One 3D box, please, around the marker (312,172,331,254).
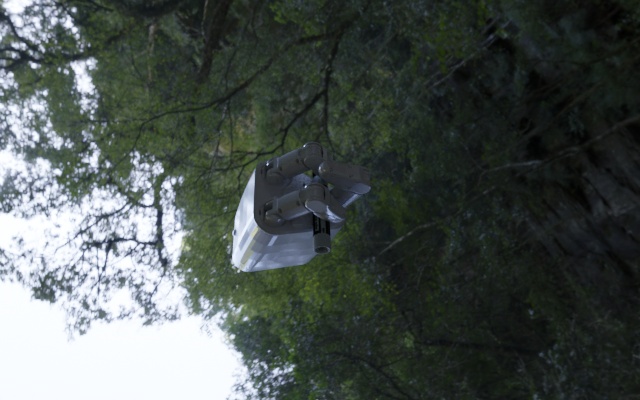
[{"bbox_3d":[0.000,0.002,0.526,0.020,0.121,0.020,-1,-35,-1],"label":"marker"}]
